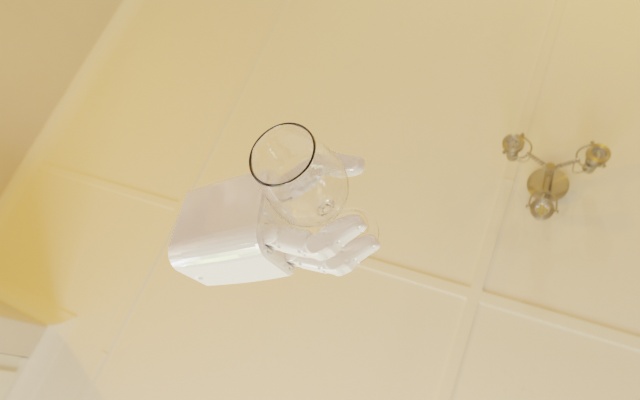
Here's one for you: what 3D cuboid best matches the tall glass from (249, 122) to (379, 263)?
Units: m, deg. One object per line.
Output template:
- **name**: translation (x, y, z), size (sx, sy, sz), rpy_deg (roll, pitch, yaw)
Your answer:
- **tall glass**: translation (0.000, 0.002, 0.486), size (0.079, 0.079, 0.201), rpy_deg (0, -25, 21)
